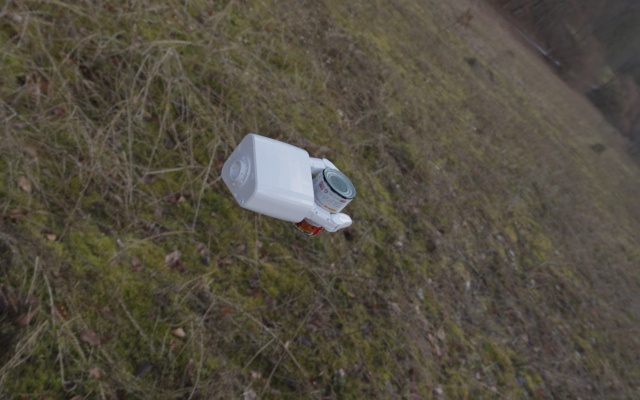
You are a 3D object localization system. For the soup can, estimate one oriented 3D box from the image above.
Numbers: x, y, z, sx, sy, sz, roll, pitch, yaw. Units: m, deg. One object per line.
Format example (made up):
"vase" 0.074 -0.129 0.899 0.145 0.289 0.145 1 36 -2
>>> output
"soup can" 0.001 0.003 0.785 0.068 0.068 0.102 0 -39 -52
